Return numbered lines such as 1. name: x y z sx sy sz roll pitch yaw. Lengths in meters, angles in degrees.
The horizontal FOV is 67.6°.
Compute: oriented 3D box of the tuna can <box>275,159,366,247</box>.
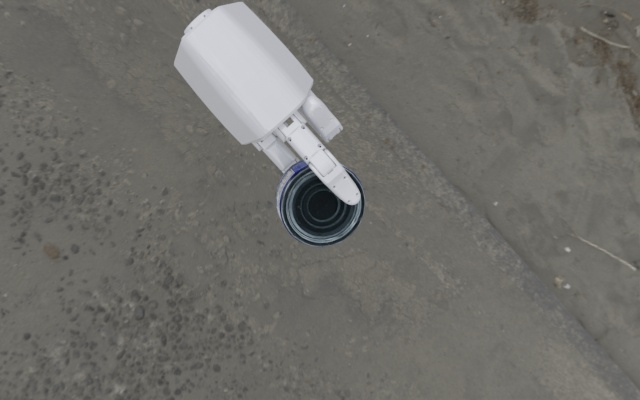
1. tuna can: 0.000 0.002 0.468 0.086 0.086 0.033 0 14 -13
